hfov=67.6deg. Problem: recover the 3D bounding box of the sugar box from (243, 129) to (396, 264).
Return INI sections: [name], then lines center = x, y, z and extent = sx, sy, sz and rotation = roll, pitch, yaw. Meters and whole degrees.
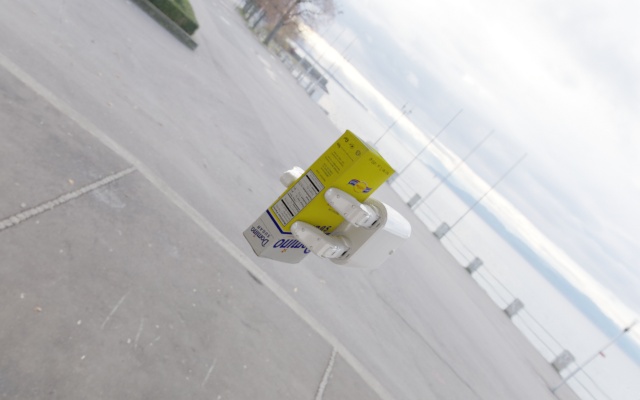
[sugar box]
center = 0.001, 0.002, 0.570
extent = 0.048, 0.176, 0.093
rotation = 50, 13, 29
